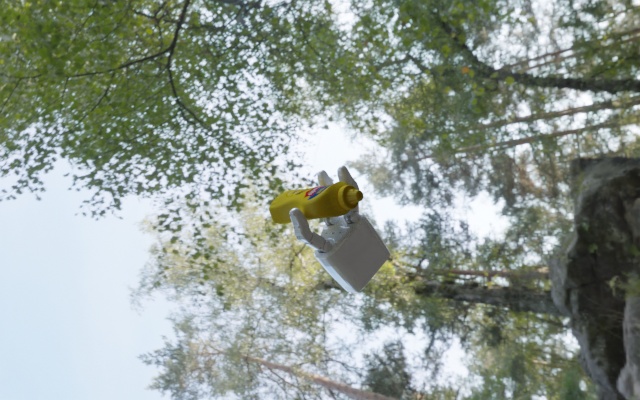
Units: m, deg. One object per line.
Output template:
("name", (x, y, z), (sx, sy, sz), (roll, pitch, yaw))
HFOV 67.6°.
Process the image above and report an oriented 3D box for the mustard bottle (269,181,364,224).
("mustard bottle", (0.000, 0.003, 0.849), (0.191, 0.058, 0.096), (-8, 14, 46))
